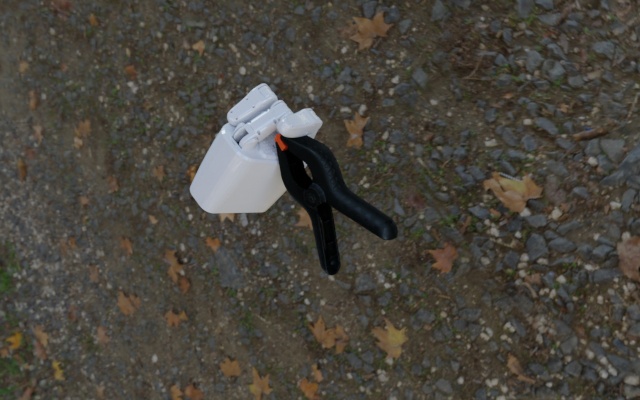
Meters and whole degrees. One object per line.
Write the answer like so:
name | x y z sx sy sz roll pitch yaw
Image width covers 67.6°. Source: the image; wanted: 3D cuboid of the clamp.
clamp | 0.000 0.002 0.533 0.039 0.171 0.120 -19 -23 -48
